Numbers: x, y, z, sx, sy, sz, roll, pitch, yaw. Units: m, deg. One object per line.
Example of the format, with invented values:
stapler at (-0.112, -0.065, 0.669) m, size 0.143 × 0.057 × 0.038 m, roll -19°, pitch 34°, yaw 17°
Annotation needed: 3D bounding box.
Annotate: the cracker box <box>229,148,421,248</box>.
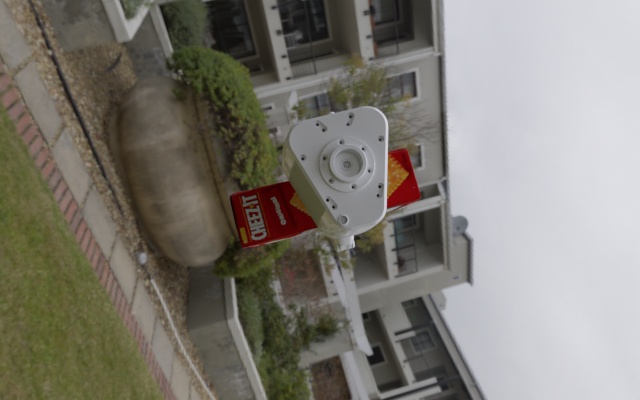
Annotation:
cracker box at (0.000, 0.002, 0.618) m, size 0.213 × 0.072 × 0.164 m, roll -14°, pitch -4°, yaw -6°
